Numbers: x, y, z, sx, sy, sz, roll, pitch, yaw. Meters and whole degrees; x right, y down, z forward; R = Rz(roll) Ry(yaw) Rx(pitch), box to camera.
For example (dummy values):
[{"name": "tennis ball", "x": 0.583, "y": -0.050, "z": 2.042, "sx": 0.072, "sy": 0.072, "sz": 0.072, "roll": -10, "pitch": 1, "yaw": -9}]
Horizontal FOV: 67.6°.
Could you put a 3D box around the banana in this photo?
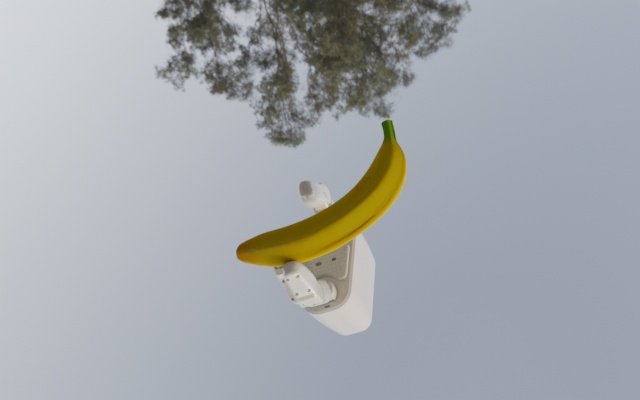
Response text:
[{"name": "banana", "x": 0.013, "y": 0.011, "z": 0.447, "sx": 0.069, "sy": 0.198, "sz": 0.037, "roll": 48, "pitch": -3, "yaw": 37}]
